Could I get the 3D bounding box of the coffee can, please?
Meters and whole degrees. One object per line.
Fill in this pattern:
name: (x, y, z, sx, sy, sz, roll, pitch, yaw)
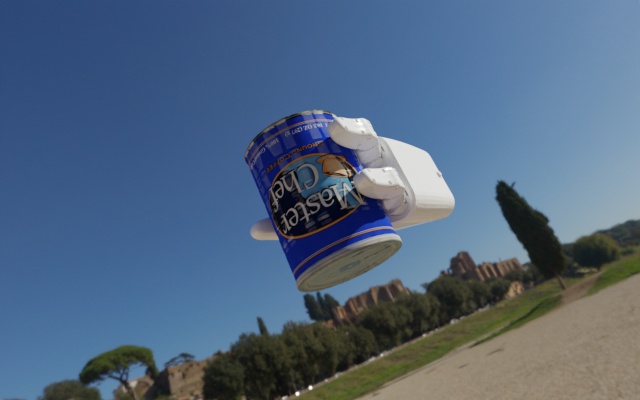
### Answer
coffee can: (0.000, 0.002, 0.453, 0.103, 0.140, 0.103, -22, -21, -9)
